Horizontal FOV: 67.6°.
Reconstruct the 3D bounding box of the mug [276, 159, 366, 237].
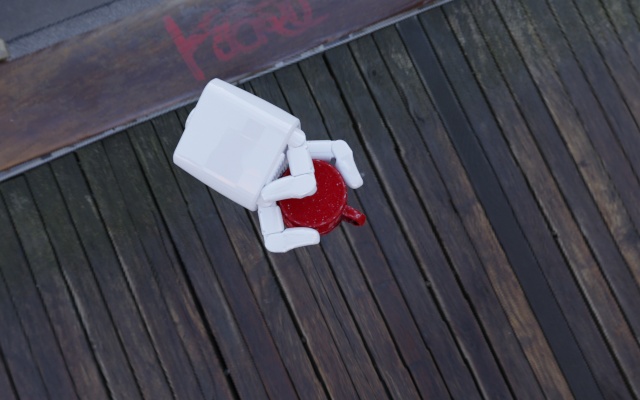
[{"bbox_3d":[0.001,0.003,0.576,0.117,0.093,0.081,28,-6,3],"label":"mug"}]
